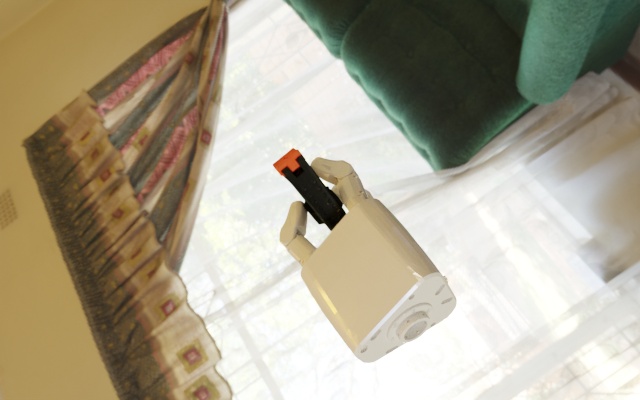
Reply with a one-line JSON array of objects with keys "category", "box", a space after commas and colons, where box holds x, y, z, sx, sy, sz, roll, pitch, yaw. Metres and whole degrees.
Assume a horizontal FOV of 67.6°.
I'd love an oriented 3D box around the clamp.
[{"category": "clamp", "box": [-0.001, 0.002, 0.542, 0.164, 0.036, 0.210, 48, -2, 42]}]
